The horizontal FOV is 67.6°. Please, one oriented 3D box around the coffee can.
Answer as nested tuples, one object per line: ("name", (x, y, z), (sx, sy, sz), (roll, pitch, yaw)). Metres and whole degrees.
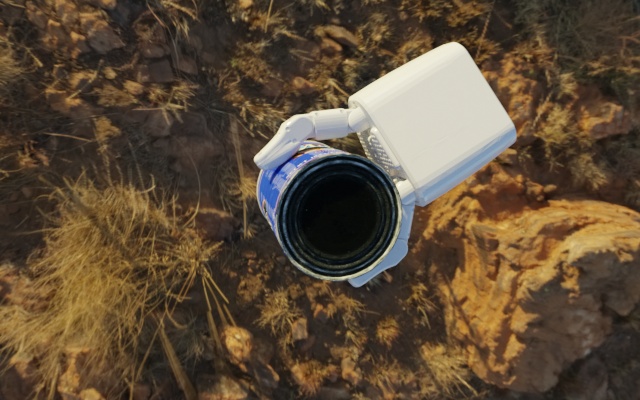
("coffee can", (0.000, 0.001, 0.435), (0.103, 0.103, 0.140), (0, 11, -13))
